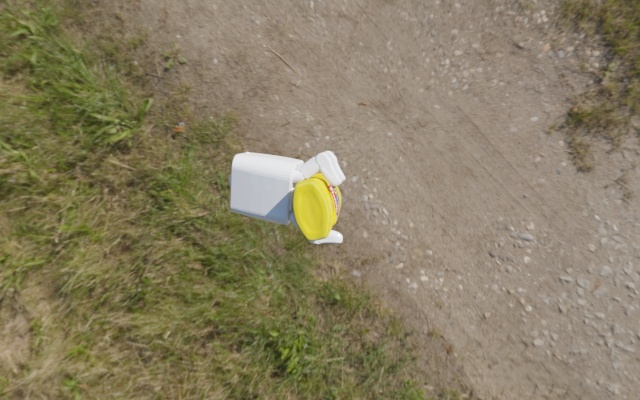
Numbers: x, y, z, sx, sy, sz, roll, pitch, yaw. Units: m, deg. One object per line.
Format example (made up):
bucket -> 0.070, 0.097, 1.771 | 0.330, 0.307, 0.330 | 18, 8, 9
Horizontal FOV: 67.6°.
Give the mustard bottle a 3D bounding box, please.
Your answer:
mustard bottle -> 0.000, 0.003, 0.826 | 0.058, 0.096, 0.191 | -13, 7, 11
